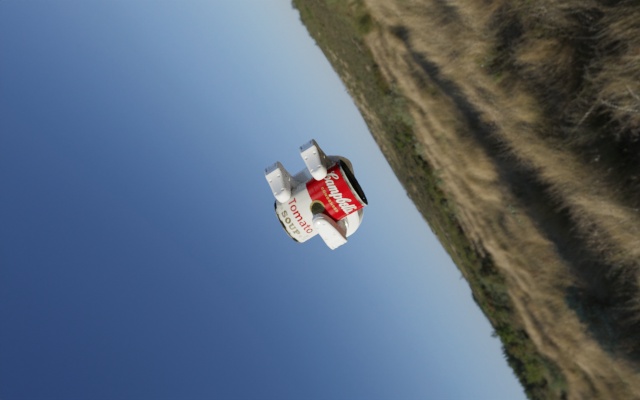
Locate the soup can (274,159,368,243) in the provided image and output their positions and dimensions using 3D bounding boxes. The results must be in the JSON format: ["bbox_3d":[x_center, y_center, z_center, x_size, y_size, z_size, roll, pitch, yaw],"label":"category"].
[{"bbox_3d":[0.000,0.002,0.614,0.102,0.068,0.068,-31,-8,13],"label":"soup can"}]
